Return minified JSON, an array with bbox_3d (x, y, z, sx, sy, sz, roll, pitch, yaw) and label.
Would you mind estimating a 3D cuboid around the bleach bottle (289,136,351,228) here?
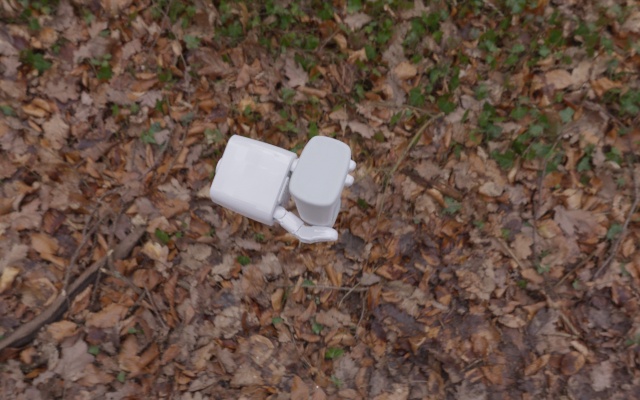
[{"bbox_3d":[0.000,0.002,0.736,0.068,0.102,0.251,19,-20,7],"label":"bleach bottle"}]
